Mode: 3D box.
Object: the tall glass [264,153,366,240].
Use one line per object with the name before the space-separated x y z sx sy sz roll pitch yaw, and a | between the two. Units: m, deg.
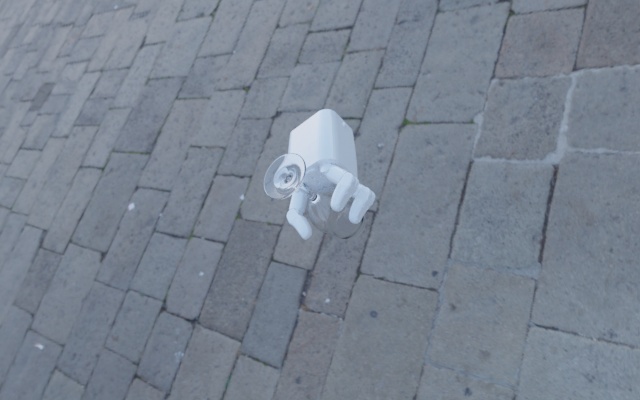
tall glass | 0.000 0.002 0.763 0.079 0.079 0.201 0 -23 35
